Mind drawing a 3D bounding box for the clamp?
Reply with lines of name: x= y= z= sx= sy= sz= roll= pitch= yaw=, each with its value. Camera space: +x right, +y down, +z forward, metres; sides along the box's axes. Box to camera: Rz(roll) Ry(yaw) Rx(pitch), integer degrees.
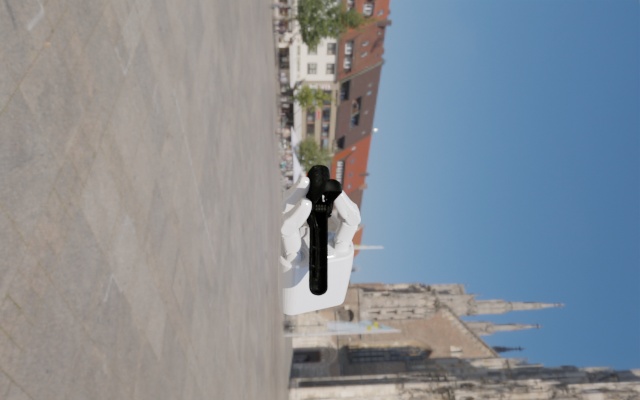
clamp: x=0.001 y=0.002 z=0.662 sx=0.036 sy=0.165 sz=0.209 roll=5 pitch=34 yaw=-8
